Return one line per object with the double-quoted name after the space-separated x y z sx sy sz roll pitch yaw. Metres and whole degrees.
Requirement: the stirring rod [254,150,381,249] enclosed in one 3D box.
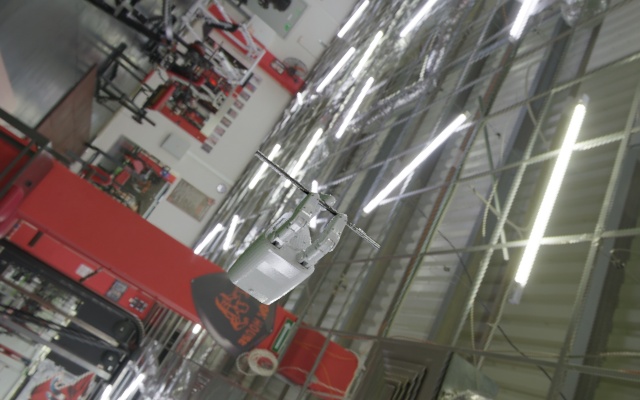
0.000 0.002 0.711 0.239 0.011 0.011 38 -13 -17 "stirring rod"
